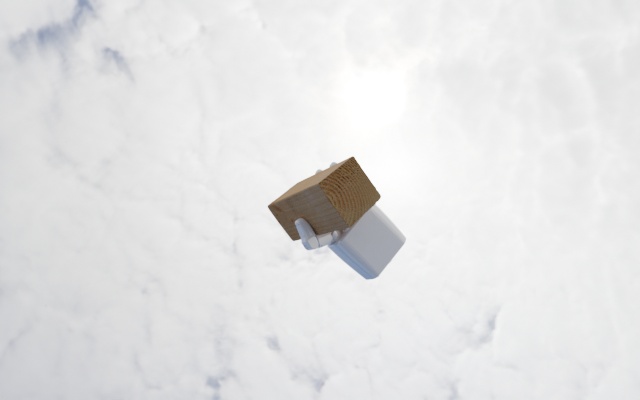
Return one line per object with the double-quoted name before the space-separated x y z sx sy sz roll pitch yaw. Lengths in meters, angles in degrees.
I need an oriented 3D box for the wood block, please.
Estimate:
"wood block" 0.000 0.003 0.862 0.090 0.090 0.206 -41 10 -30
